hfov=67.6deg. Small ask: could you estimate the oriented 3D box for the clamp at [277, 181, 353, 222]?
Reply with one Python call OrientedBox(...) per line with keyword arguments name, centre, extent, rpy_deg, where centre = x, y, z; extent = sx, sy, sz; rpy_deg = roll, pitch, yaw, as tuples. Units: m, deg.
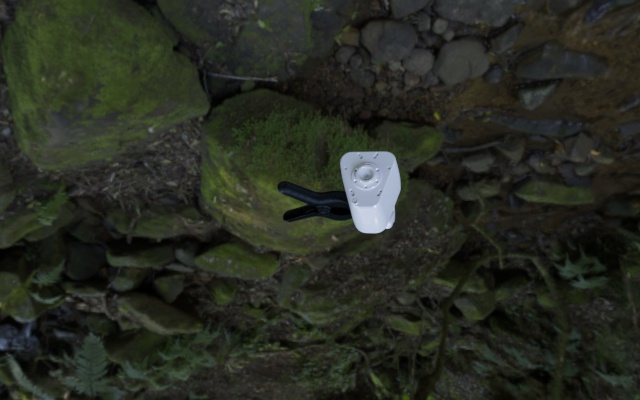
OrientedBox(name="clamp", centre=(0.000, 0.004, 0.893), extent=(0.171, 0.039, 0.120), rpy_deg=(-3, -28, 10))
